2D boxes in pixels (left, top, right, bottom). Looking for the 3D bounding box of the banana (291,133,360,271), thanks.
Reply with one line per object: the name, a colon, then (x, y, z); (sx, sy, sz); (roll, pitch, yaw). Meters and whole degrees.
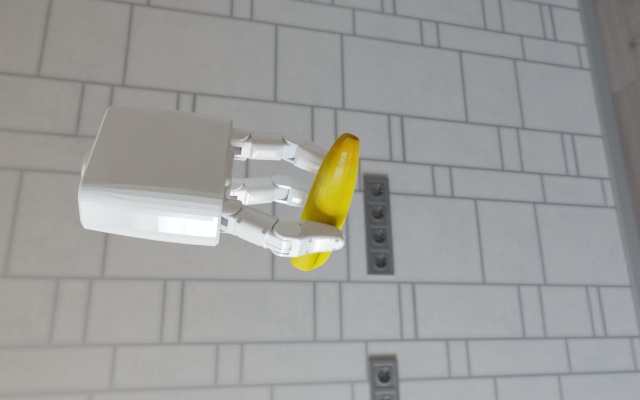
banana: (-0.002, 0.019, 0.441); (0.037, 0.069, 0.198); (10, -30, -7)
